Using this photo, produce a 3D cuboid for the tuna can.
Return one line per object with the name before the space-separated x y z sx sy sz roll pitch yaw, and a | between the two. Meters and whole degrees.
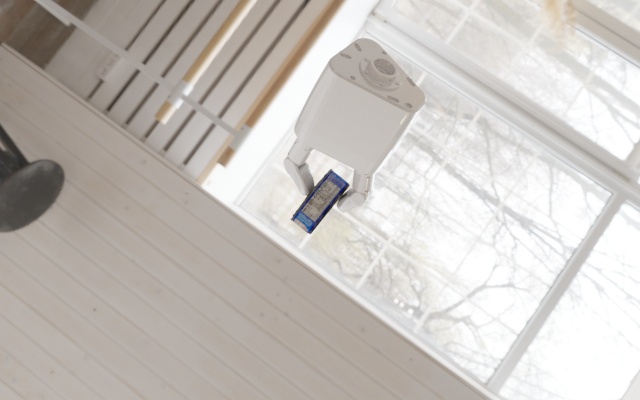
tuna can | 0.001 0.002 0.620 0.034 0.086 0.086 39 1 2
